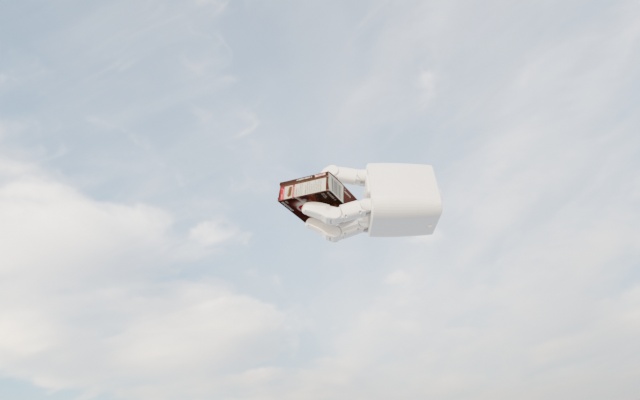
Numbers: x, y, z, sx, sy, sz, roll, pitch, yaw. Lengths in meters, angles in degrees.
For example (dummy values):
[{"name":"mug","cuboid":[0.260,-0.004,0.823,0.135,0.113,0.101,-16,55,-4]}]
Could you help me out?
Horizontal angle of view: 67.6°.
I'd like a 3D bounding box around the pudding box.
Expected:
[{"name":"pudding box","cuboid":[0.000,0.002,0.752,0.090,0.039,0.113,-13,-34,26]}]
